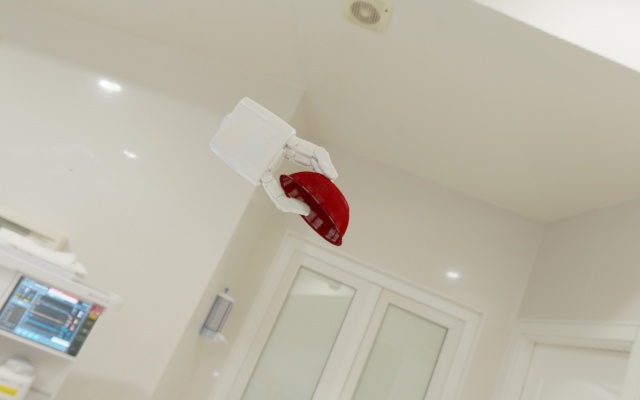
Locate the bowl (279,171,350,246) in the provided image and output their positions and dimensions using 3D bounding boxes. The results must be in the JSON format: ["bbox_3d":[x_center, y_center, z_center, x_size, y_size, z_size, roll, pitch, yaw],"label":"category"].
[{"bbox_3d":[0.001,0.004,0.838,0.055,0.162,0.162,-40,12,-15],"label":"bowl"}]
